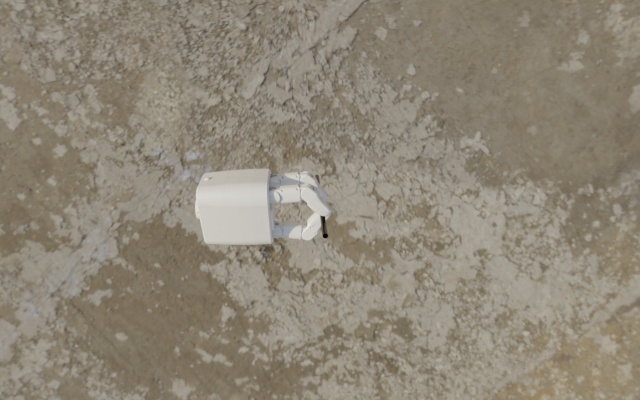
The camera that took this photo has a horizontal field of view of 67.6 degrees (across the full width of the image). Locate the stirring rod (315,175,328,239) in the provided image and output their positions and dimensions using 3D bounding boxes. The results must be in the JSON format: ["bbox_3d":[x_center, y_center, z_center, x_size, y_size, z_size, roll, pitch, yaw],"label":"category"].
[{"bbox_3d":[0.000,0.003,0.773,0.011,0.011,0.239,0,23,-3],"label":"stirring rod"}]
